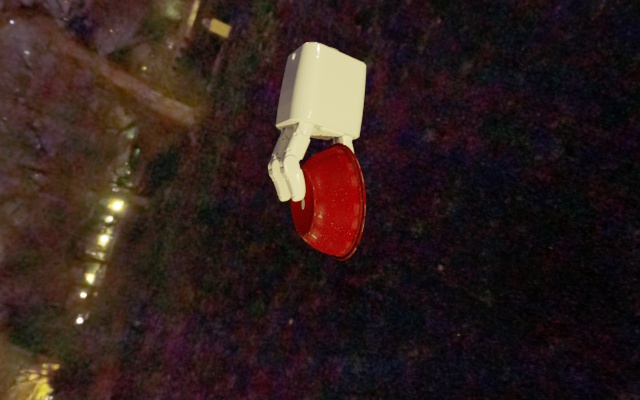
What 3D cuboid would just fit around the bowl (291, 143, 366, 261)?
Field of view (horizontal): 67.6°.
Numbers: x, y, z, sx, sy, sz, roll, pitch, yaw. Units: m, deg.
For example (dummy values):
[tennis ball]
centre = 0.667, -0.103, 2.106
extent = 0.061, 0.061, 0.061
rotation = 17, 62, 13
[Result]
[bowl]
centre = 0.000, 0.003, 0.645
extent = 0.055, 0.162, 0.162
rotation = -2, 1, -23
